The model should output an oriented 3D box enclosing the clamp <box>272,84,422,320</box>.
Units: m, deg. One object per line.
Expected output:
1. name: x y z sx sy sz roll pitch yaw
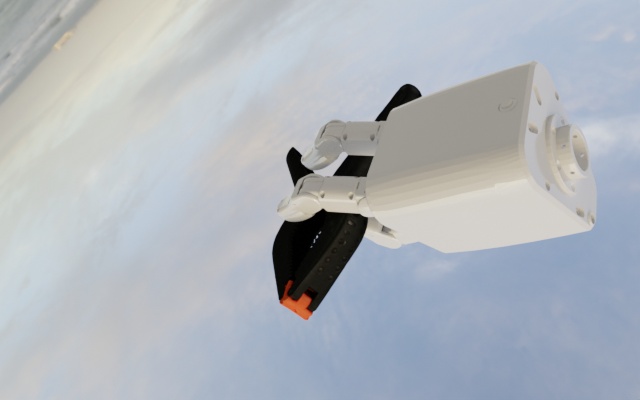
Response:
1. clamp: 0.001 0.002 0.414 0.036 0.210 0.164 39 -35 -27
